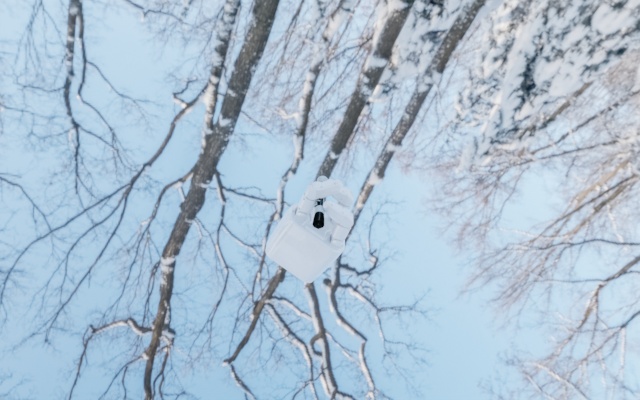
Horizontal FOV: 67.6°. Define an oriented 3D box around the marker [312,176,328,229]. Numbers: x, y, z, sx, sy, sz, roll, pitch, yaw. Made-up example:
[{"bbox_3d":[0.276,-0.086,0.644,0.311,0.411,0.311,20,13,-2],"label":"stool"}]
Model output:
[{"bbox_3d":[0.000,0.003,0.786,0.020,0.020,0.121,0,40,4],"label":"marker"}]
